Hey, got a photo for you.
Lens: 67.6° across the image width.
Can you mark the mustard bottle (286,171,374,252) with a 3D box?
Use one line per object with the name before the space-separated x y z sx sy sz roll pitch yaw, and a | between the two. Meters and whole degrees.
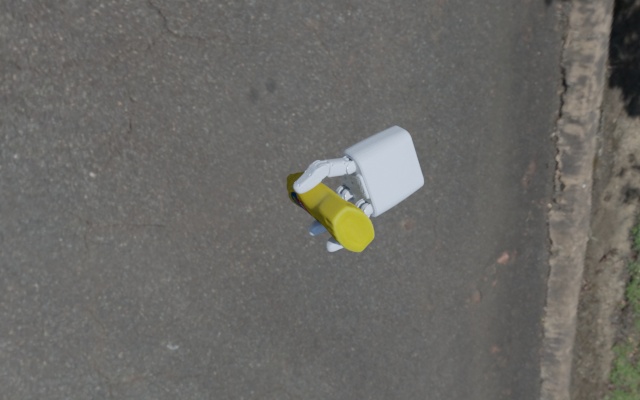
mustard bottle | 0.000 0.003 0.754 0.191 0.058 0.096 40 -4 46
